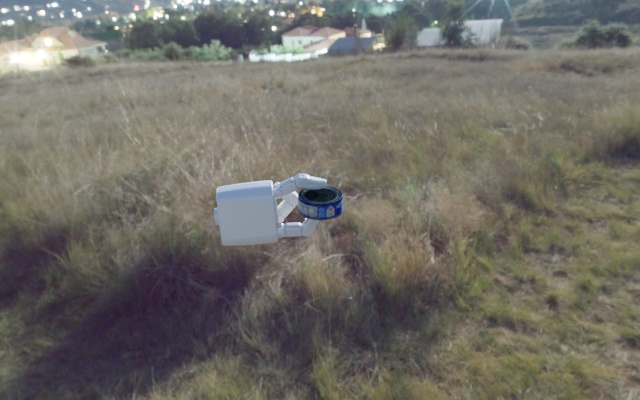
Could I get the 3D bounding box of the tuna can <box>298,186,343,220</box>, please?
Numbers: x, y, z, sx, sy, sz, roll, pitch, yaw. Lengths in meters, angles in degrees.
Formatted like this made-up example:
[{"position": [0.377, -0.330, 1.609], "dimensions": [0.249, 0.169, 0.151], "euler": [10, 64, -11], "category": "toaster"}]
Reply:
[{"position": [0.000, 0.002, 0.893], "dimensions": [0.086, 0.034, 0.086], "euler": [0, 26, 0], "category": "tuna can"}]
